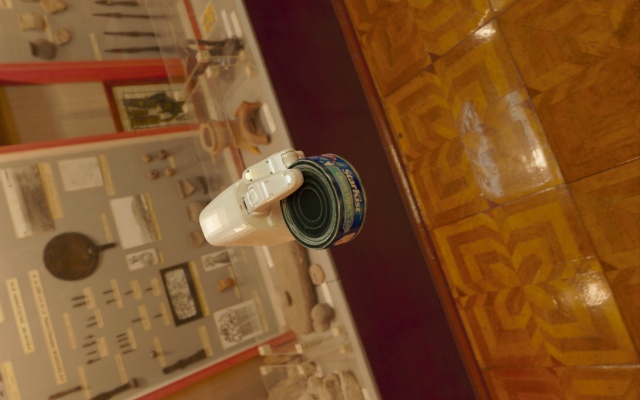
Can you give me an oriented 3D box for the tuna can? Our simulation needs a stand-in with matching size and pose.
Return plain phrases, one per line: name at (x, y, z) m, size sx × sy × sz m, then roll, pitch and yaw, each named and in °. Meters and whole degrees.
tuna can at (0.000, 0.002, 0.438) m, size 0.034 × 0.086 × 0.086 m, roll -13°, pitch 9°, yaw -41°
